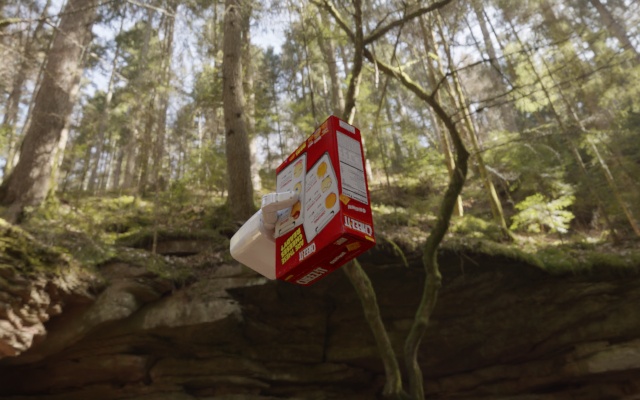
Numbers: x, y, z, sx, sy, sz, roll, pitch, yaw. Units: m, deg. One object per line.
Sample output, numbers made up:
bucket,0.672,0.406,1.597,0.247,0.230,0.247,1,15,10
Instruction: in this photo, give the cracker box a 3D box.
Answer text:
cracker box,0.000,0.002,0.741,0.072,0.213,0.164,20,-41,-32
